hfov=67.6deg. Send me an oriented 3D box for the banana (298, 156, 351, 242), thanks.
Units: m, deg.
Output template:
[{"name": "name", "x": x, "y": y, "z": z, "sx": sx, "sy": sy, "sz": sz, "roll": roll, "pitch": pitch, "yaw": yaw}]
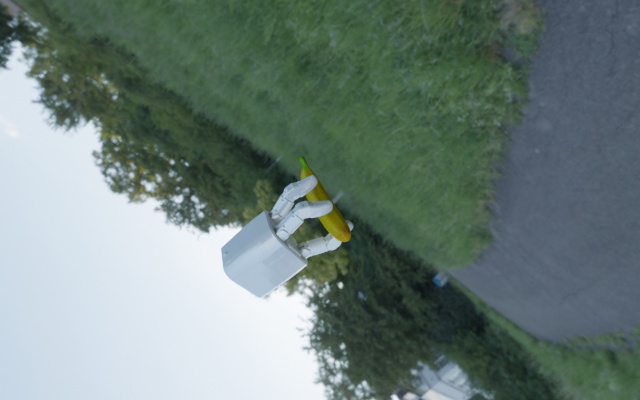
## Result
[{"name": "banana", "x": 0.005, "y": 0.009, "z": 0.823, "sx": 0.037, "sy": 0.197, "sz": 0.070, "roll": -33, "pitch": -36, "yaw": 1}]
